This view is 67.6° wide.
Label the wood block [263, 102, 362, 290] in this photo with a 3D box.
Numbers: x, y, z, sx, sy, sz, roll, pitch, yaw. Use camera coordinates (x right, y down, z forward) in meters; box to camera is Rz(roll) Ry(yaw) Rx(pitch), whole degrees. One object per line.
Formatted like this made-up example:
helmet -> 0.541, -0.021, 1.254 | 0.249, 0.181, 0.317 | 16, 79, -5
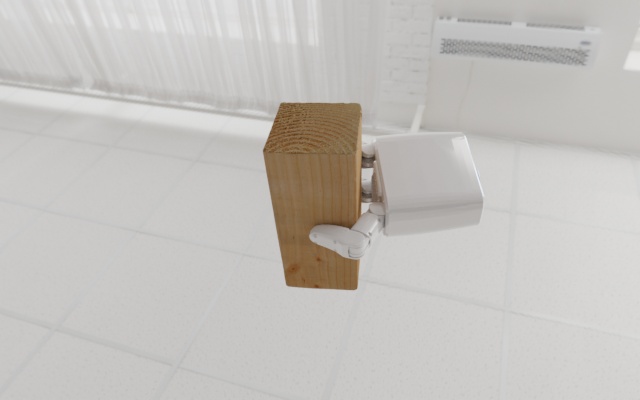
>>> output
wood block -> 0.000, 0.002, 0.540 | 0.090, 0.206, 0.090 | 2, 43, 8
